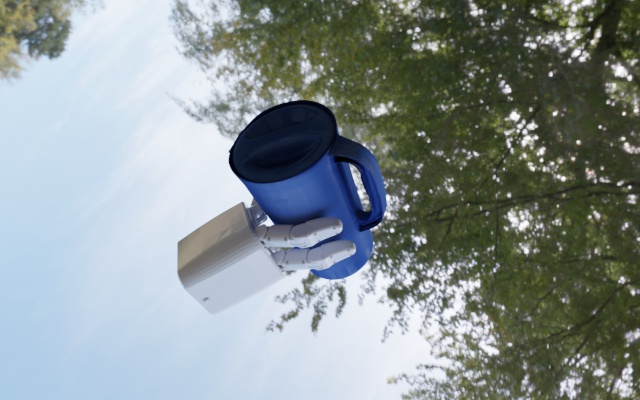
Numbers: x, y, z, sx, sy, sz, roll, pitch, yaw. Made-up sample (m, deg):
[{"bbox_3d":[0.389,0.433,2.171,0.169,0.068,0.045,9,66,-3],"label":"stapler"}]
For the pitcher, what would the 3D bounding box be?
[{"bbox_3d":[0.000,0.002,0.620,0.145,0.243,0.149,-30,46,-3],"label":"pitcher"}]
